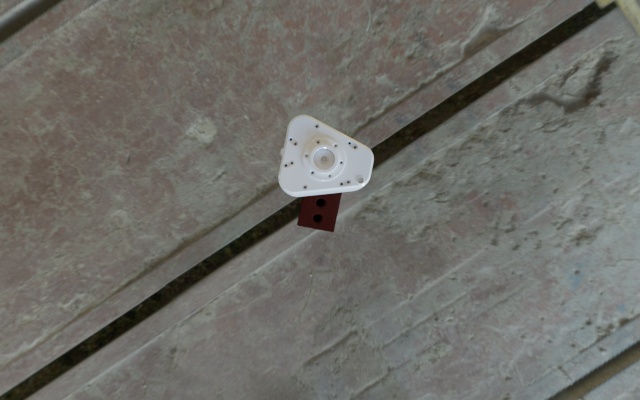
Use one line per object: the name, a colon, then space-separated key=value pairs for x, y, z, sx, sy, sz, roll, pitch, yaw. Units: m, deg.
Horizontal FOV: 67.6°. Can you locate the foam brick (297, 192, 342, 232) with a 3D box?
foam brick: x=0.000 y=0.003 z=0.674 sx=0.053 sy=0.078 sz=0.051 roll=11 pitch=2 yaw=-1
